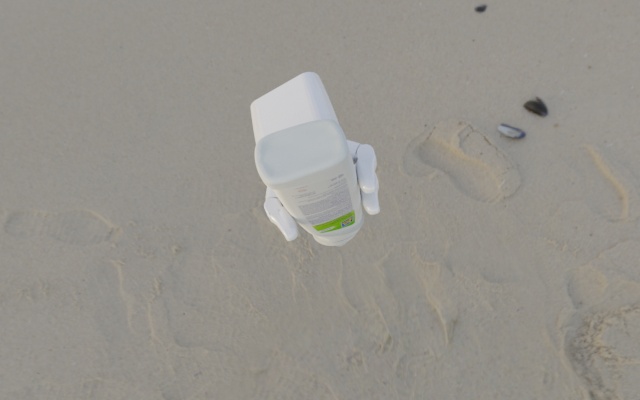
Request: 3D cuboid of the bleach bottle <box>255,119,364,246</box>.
[{"bbox_3d":[0.000,0.002,0.605,0.102,0.068,0.251,-17,-28,1],"label":"bleach bottle"}]
